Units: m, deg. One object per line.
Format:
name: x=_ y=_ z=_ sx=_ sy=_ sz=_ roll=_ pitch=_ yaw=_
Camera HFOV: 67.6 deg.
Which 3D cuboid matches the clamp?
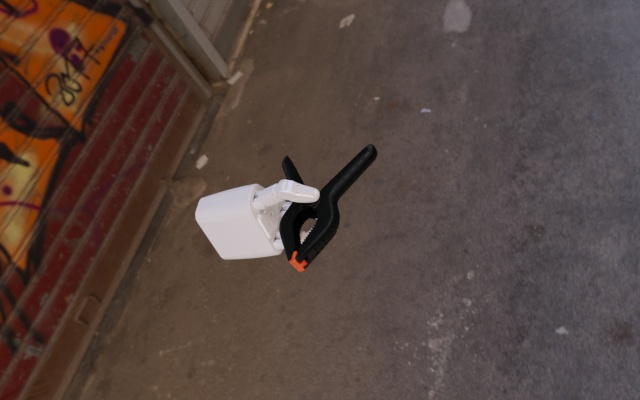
clamp: x=-0.001 y=0.002 z=0.697 sx=0.164 sy=0.209 sz=0.036 roll=-11 pitch=-40 yaw=26
